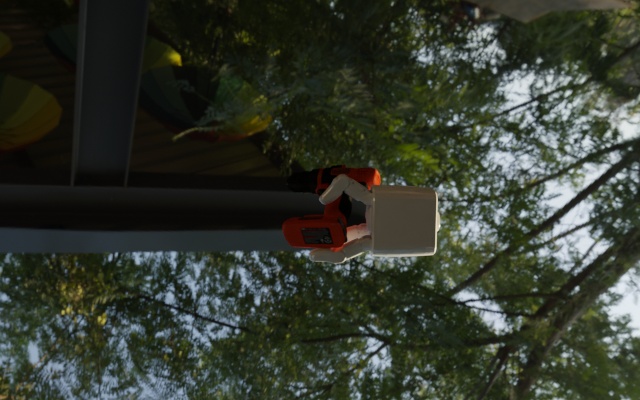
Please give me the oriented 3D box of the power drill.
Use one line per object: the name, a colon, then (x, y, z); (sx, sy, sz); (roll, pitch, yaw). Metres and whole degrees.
power drill: (0.000, 0.003, 0.848); (0.184, 0.057, 0.187); (-3, 37, 24)
